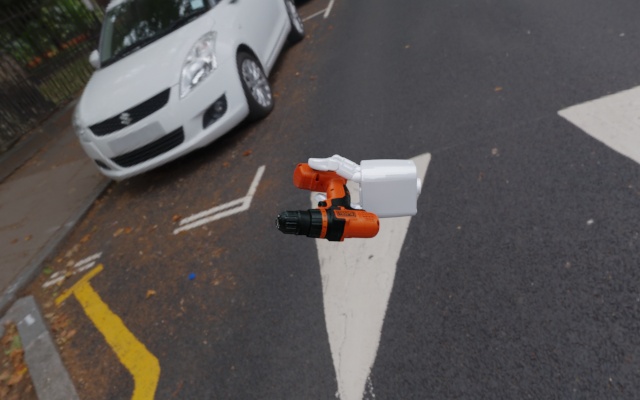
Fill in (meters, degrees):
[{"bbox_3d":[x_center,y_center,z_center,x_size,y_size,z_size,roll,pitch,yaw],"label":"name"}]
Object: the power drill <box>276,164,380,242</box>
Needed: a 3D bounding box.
[{"bbox_3d":[0.000,0.003,0.879,0.184,0.057,0.187,5,35,-17],"label":"power drill"}]
